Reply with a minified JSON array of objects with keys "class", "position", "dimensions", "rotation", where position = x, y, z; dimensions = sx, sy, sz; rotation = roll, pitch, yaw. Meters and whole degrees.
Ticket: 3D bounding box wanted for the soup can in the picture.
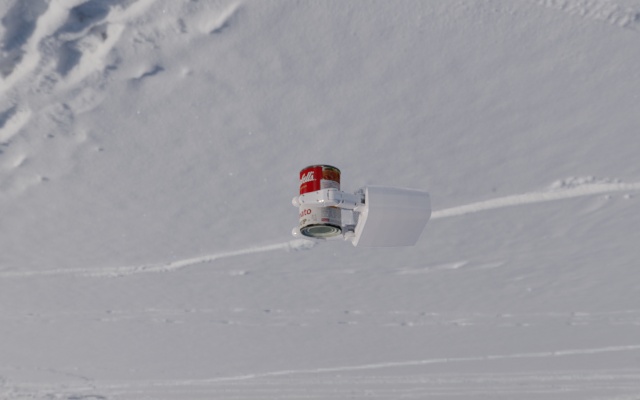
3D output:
[{"class":"soup can","position":[0.000,0.003,0.763],"dimensions":[0.068,0.102,0.068],"rotation":[-1,-21,0]}]
